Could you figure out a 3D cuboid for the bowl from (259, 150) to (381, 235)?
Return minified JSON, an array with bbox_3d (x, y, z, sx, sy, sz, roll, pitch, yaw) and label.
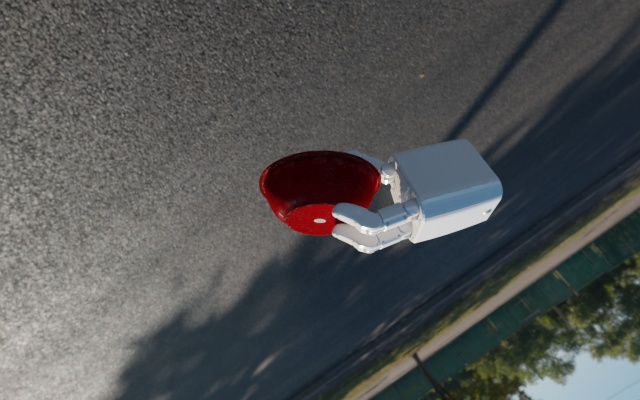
[{"bbox_3d":[-0.001,0.003,0.619,0.162,0.055,0.162,-1,-28,-1],"label":"bowl"}]
